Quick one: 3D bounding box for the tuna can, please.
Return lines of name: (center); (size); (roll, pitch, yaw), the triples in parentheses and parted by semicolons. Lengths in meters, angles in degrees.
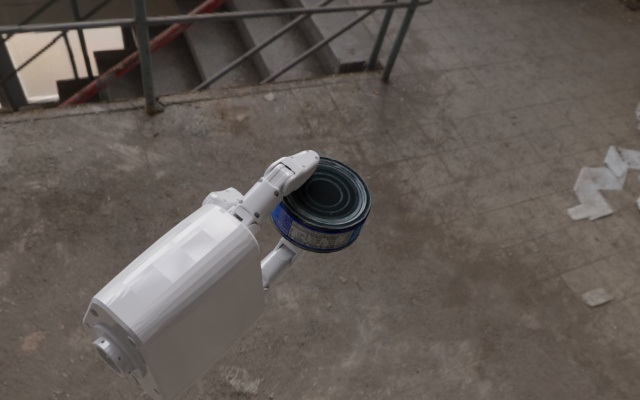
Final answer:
tuna can: (0.000, 0.001, 0.416); (0.086, 0.086, 0.034); (0, -40, -19)
